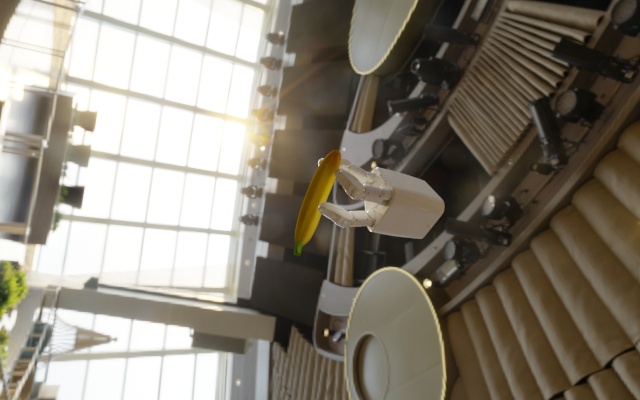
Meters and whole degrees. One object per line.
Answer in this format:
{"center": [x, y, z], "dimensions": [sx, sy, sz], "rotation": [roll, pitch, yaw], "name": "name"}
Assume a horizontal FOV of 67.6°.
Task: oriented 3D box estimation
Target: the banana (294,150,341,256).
{"center": [-0.005, -0.001, 0.832], "dimensions": [0.037, 0.198, 0.069], "rotation": [15, 16, -18], "name": "banana"}
